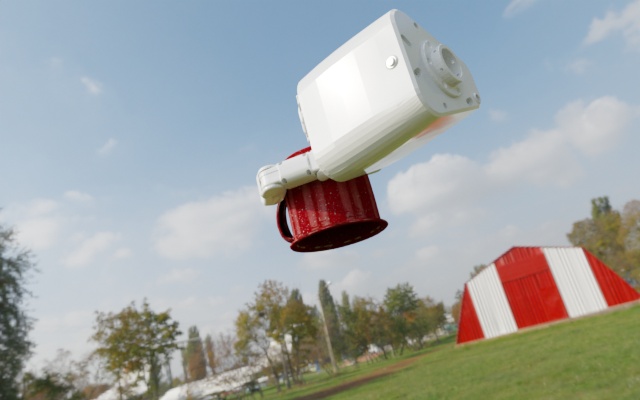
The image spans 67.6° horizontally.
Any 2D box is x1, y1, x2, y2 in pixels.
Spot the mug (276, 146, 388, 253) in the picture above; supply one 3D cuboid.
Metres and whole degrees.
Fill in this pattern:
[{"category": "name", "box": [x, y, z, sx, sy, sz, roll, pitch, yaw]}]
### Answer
[{"category": "mug", "box": [-0.001, 0.002, 0.460, 0.093, 0.081, 0.117, 5, -25, -46]}]
